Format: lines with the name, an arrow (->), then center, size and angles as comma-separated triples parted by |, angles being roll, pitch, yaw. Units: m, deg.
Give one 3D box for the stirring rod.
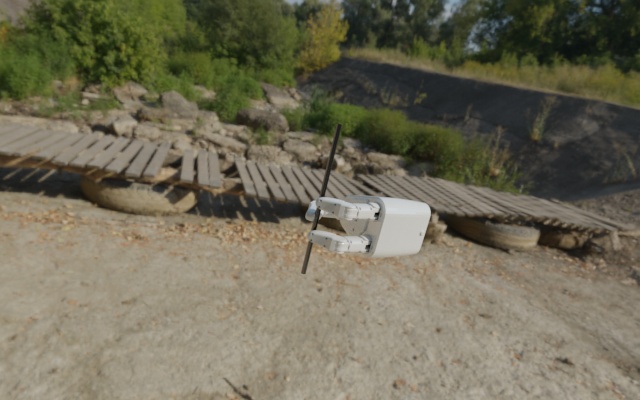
stirring rod -> 0.000, 0.002, 0.724 | 0.011, 0.239, 0.011 | 13, 16, -4
